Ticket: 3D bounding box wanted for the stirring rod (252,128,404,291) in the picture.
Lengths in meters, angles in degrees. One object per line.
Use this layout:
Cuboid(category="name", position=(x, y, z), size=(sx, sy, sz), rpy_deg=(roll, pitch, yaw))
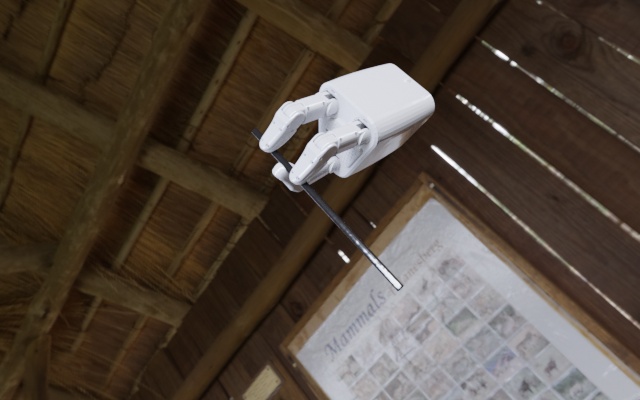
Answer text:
Cuboid(category="stirring rod", position=(0.000, 0.002, 0.495), size=(0.239, 0.011, 0.011), rpy_deg=(47, 23, 24))
